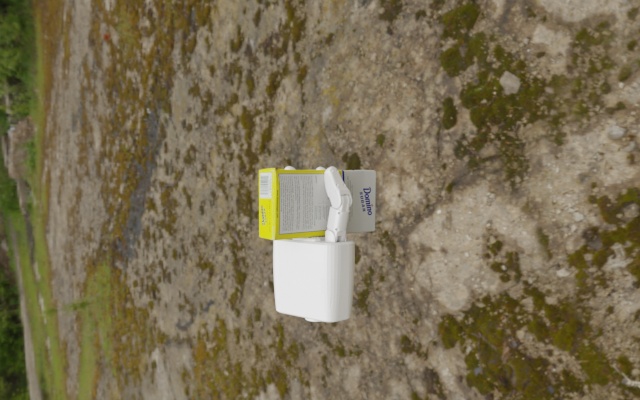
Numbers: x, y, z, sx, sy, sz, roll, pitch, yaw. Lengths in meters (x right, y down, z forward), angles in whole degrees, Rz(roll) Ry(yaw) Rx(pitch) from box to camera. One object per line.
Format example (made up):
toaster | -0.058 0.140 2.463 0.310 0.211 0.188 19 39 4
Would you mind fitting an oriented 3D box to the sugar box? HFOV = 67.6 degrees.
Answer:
sugar box | 0.000 0.002 0.669 0.176 0.093 0.048 -1 4 -39
